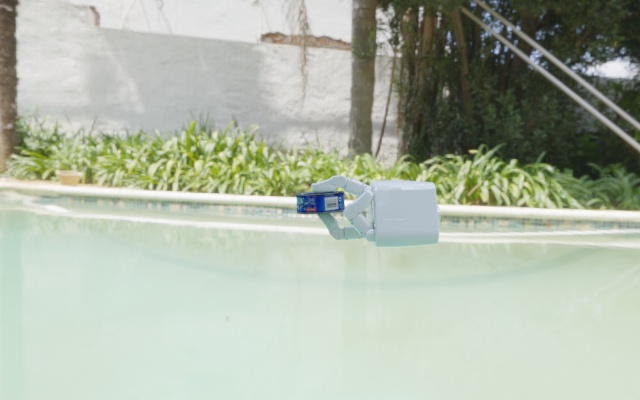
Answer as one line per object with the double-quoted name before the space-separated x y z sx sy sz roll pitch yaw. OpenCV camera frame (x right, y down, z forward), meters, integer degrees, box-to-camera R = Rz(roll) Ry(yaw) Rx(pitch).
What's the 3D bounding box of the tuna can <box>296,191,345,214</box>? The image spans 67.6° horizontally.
"tuna can" 0.000 0.002 0.833 0.086 0.034 0.086 -3 5 0
